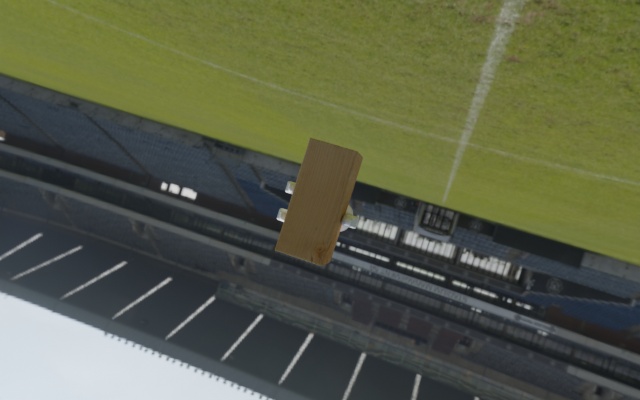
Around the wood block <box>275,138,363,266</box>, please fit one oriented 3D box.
[{"bbox_3d":[0.000,0.003,0.864,0.091,0.206,0.090,17,1,12],"label":"wood block"}]
